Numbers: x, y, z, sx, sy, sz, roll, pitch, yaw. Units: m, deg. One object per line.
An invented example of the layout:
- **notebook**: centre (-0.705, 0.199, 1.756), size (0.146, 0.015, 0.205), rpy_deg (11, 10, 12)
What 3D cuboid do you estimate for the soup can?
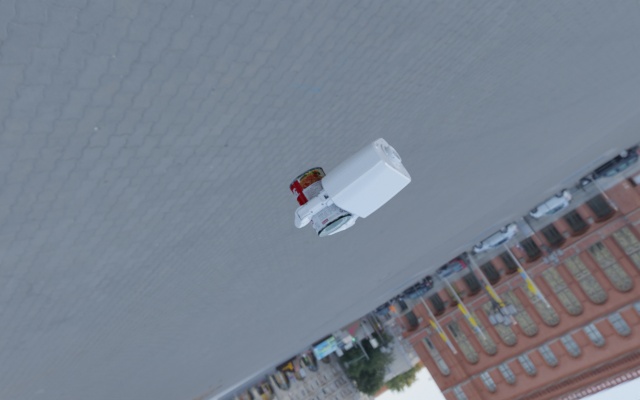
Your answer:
- **soup can**: centre (0.000, 0.003, 0.824), size (0.068, 0.102, 0.068), rpy_deg (-29, -16, -9)
